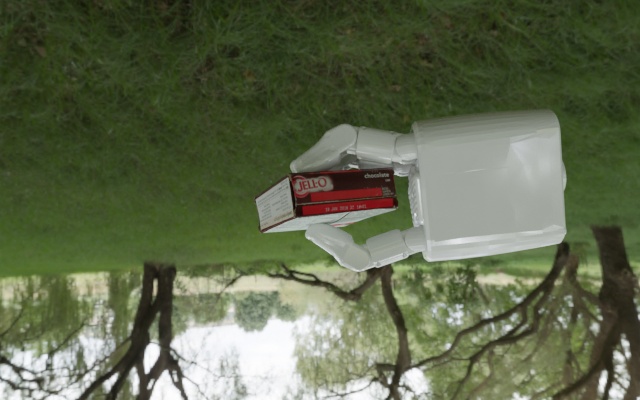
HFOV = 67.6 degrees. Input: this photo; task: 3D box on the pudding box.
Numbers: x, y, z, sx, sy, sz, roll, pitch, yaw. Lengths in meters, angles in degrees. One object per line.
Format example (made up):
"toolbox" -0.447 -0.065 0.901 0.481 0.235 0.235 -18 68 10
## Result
"pudding box" 0.000 0.002 0.411 0.090 0.039 0.113 -4 -10 -22
